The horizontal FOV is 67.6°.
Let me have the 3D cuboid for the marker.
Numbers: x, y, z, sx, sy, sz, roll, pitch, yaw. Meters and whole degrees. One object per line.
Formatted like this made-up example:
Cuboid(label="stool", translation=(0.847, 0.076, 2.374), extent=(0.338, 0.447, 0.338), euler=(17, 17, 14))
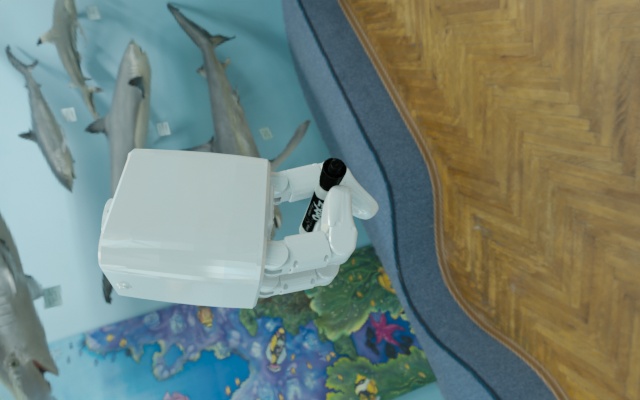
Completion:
Cuboid(label="marker", translation=(0.000, 0.001, 0.402), extent=(0.020, 0.020, 0.121), euler=(0, -27, -12))
